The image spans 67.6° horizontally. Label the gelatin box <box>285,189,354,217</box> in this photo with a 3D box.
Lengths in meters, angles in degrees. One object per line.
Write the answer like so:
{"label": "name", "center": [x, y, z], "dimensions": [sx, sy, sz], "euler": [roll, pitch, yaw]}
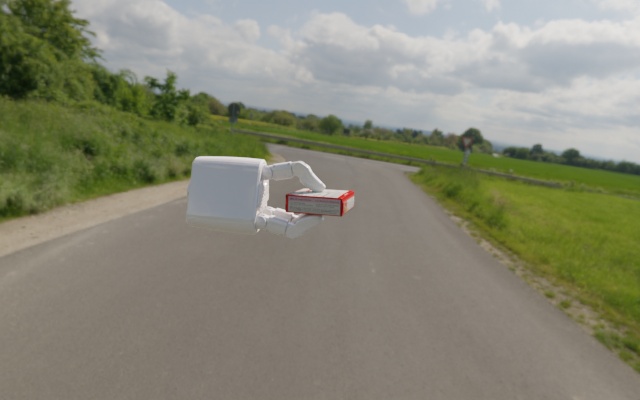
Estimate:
{"label": "gelatin box", "center": [0.000, 0.002, 0.723], "dimensions": [0.089, 0.030, 0.073], "euler": [3, 10, 17]}
